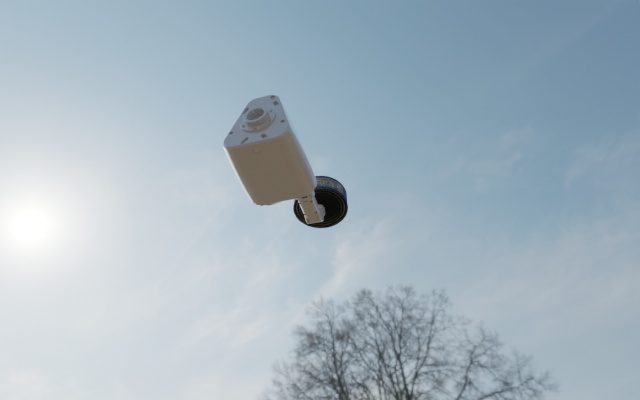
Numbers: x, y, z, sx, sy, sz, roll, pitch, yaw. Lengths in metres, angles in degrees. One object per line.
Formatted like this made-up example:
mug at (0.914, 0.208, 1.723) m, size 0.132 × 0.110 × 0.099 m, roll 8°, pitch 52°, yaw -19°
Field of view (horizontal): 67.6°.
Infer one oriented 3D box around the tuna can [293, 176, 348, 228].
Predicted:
tuna can at (0.000, 0.002, 0.755) m, size 0.086 × 0.086 × 0.033 m, roll 0°, pitch 42°, yaw 0°
